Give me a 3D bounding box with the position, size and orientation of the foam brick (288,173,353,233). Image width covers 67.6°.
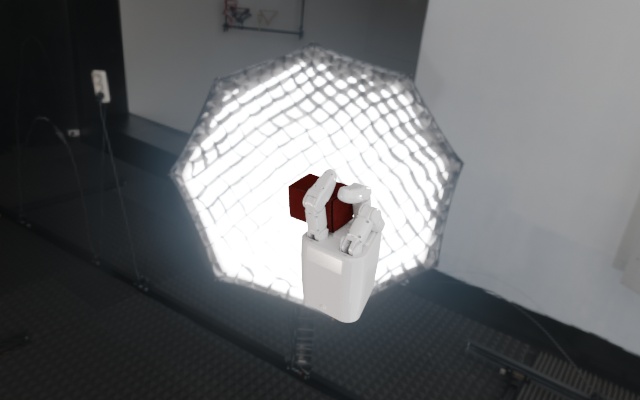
[{"bbox_3d":[0.000,0.002,0.662,0.078,0.051,0.053,20,35,33],"label":"foam brick"}]
